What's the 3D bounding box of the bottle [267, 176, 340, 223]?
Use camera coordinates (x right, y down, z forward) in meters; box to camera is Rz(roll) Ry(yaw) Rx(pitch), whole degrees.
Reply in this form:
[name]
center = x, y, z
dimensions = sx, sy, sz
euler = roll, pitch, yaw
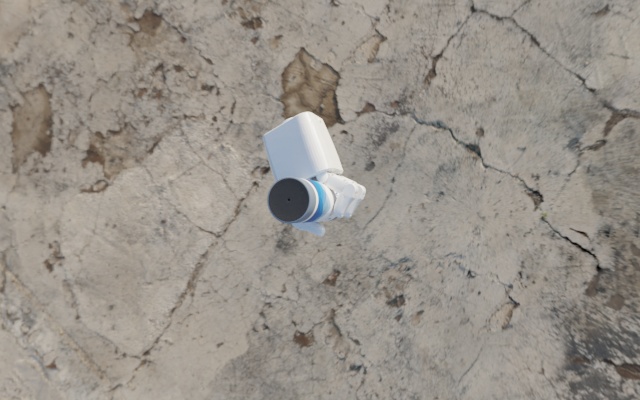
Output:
[bottle]
center = 0.000, 0.003, 0.812
dimensions = 0.069, 0.069, 0.296
euler = 0, -1, 18
